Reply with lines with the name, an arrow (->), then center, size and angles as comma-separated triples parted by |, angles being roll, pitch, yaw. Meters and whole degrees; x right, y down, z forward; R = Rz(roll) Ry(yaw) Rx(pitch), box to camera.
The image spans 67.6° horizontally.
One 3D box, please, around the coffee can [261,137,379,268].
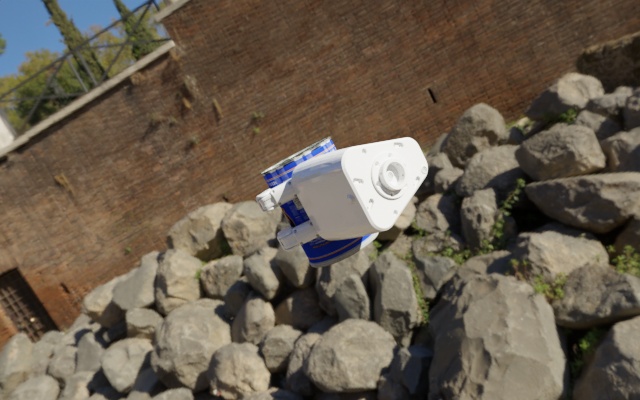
coffee can -> 0.000, 0.002, 0.629 | 0.103, 0.140, 0.103 | -27, 8, 4
